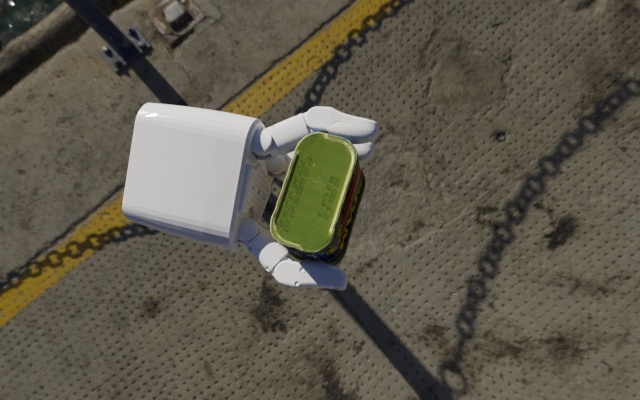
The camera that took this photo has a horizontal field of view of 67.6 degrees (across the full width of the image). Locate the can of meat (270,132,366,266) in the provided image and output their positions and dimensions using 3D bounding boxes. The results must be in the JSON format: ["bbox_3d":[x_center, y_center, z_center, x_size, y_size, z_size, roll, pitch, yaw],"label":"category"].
[{"bbox_3d":[0.000,0.001,0.408,0.057,0.102,0.084,15,-10,11],"label":"can of meat"}]
